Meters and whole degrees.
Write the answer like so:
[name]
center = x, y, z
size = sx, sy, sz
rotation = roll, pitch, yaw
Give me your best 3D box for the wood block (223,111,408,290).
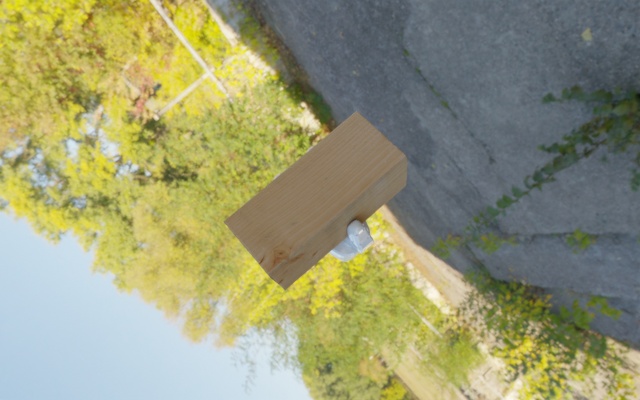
[wood block]
center = 0.000, 0.002, 0.584
size = 0.206, 0.090, 0.090
rotation = -41, -21, -8
